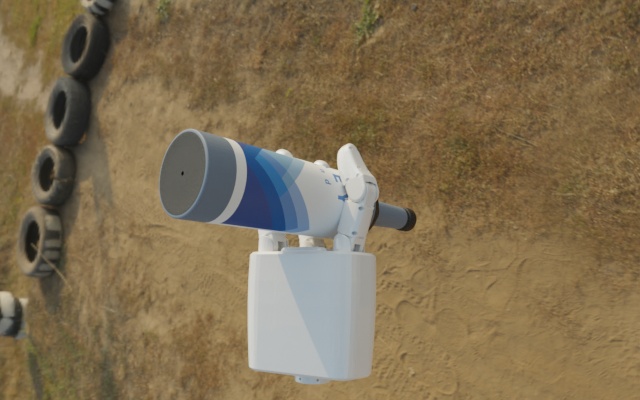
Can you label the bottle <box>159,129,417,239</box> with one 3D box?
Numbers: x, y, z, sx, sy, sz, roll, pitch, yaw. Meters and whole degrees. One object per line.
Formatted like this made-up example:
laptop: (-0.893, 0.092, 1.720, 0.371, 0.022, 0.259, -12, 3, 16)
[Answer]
bottle: (0.000, 0.001, 0.450, 0.069, 0.069, 0.296, 0, -8, 44)
